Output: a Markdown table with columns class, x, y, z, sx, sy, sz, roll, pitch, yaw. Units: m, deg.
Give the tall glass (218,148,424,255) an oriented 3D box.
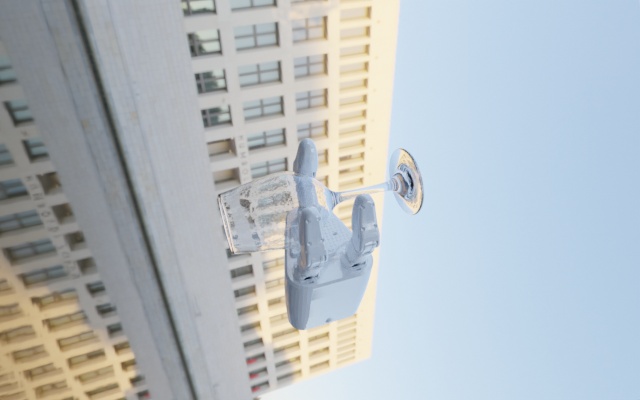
| class | x | y | z | sx | sy | sz | roll | pitch | yaw |
| --- | --- | --- | --- | --- | --- | --- | --- | --- | --- |
| tall glass | 0.001 | 0.001 | 0.494 | 0.201 | 0.079 | 0.079 | -13 | 3 | -16 |
